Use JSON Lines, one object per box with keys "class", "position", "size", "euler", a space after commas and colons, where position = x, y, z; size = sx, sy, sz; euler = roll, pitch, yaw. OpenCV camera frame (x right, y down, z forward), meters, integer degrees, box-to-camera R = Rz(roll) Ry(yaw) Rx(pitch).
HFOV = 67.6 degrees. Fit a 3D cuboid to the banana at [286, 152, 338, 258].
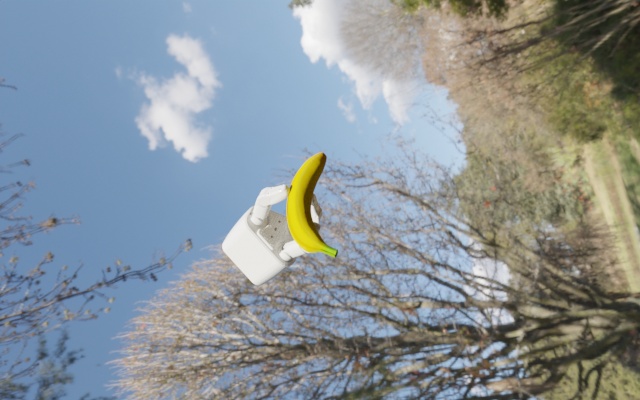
{"class": "banana", "position": [-0.018, 0.005, 0.729], "size": [0.069, 0.197, 0.037], "euler": [2, -36, -10]}
